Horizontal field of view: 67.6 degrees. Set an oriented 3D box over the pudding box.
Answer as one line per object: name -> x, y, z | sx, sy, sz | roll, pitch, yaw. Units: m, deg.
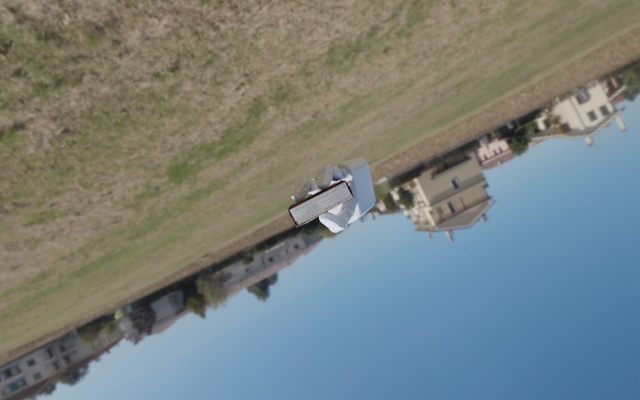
pudding box -> 0.000, 0.003, 0.840 | 0.113, 0.039, 0.090 | -29, 2, 0
